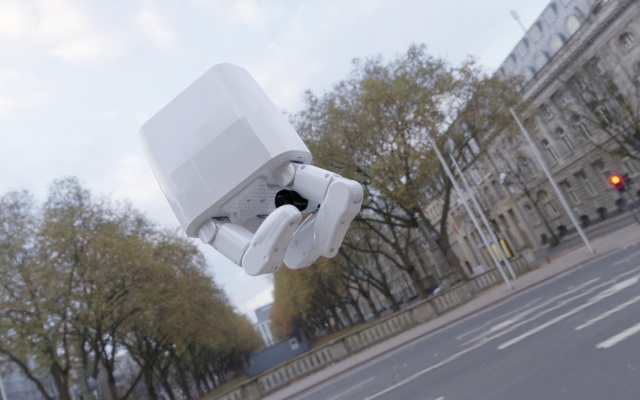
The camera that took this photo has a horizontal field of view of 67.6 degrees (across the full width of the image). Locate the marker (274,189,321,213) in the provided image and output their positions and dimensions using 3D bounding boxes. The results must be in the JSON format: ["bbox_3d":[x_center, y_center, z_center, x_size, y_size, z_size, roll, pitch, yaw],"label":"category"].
[{"bbox_3d":[0.000,0.001,0.403,0.020,0.020,0.121,0,0,30],"label":"marker"}]
